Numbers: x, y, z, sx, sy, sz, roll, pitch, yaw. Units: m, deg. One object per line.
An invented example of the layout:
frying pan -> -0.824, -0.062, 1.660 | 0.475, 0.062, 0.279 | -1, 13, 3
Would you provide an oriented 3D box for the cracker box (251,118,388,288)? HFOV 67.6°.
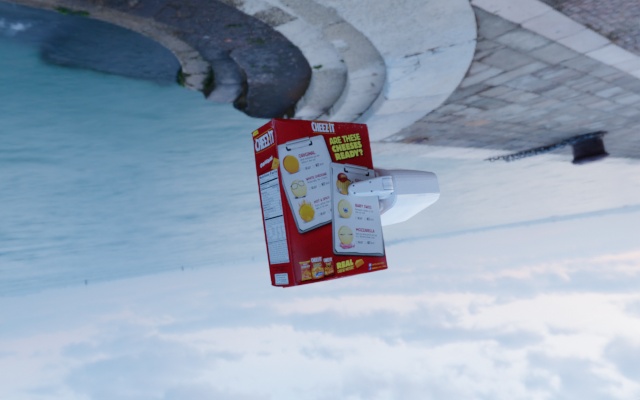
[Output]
cracker box -> 0.000, 0.002, 0.660 | 0.164, 0.213, 0.072 | -4, -7, -38
